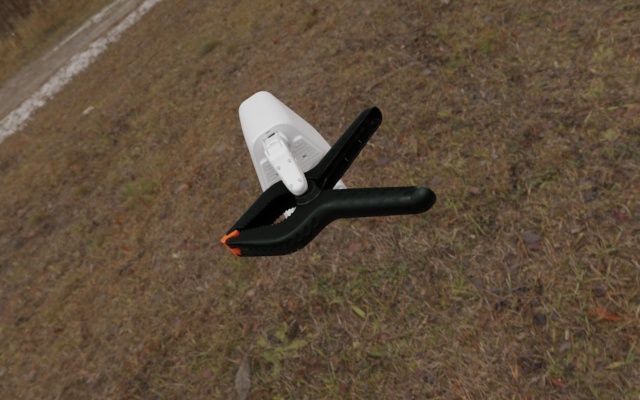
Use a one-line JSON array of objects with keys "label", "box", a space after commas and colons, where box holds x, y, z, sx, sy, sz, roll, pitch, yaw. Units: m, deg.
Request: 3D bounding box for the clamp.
[{"label": "clamp", "box": [-0.001, 0.001, 0.463, 0.210, 0.036, 0.164, -34, 37, 4]}]
